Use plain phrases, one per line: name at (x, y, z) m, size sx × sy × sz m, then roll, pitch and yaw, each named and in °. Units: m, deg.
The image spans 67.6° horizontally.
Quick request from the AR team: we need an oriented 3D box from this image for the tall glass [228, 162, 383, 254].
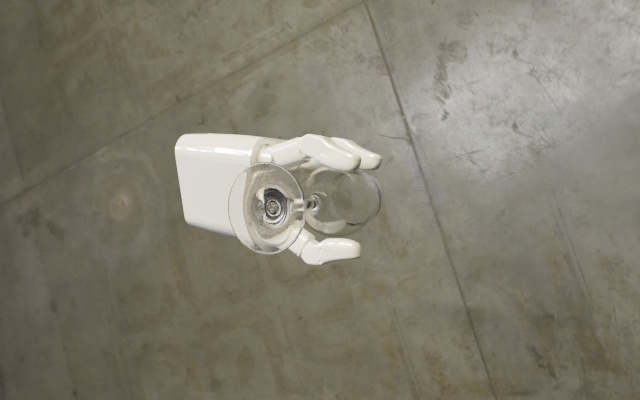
tall glass at (0.000, 0.002, 0.469) m, size 0.079 × 0.079 × 0.201 m, roll 0°, pitch 3°, yaw 27°
